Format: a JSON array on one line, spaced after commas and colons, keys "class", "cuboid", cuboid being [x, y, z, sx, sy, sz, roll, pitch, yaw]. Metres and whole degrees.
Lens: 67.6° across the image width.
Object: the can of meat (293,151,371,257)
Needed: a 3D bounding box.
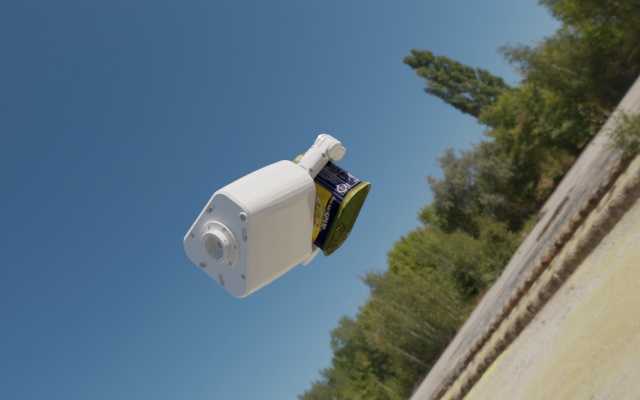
[{"class": "can of meat", "cuboid": [0.000, 0.002, 0.573, 0.084, 0.102, 0.057, 34, 38, 18]}]
